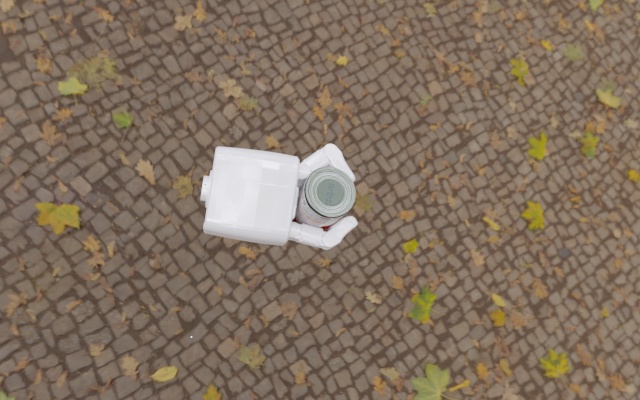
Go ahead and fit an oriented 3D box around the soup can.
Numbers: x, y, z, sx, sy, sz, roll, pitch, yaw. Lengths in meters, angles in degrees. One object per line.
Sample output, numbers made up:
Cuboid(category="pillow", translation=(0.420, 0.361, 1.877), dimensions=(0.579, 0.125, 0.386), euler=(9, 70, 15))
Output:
Cuboid(category="soup can", translation=(0.001, 0.002, 0.631), dimensions=(0.068, 0.068, 0.102), euler=(0, -15, -15))
